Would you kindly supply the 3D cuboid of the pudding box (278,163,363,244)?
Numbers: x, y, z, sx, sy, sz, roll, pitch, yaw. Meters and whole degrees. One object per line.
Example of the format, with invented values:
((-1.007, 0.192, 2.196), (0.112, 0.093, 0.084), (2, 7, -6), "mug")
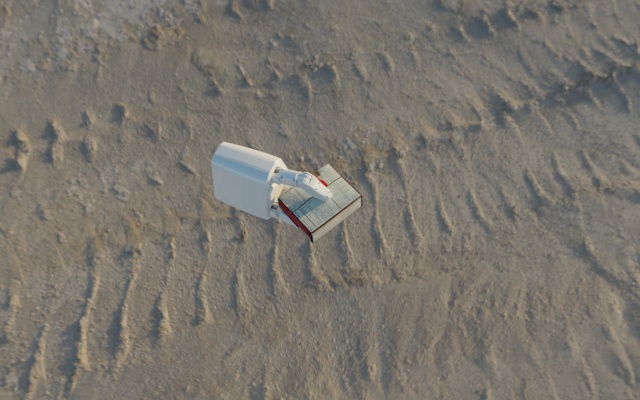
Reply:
((0.000, 0.002, 0.788), (0.113, 0.090, 0.039), (-37, -24, -16), "pudding box")
